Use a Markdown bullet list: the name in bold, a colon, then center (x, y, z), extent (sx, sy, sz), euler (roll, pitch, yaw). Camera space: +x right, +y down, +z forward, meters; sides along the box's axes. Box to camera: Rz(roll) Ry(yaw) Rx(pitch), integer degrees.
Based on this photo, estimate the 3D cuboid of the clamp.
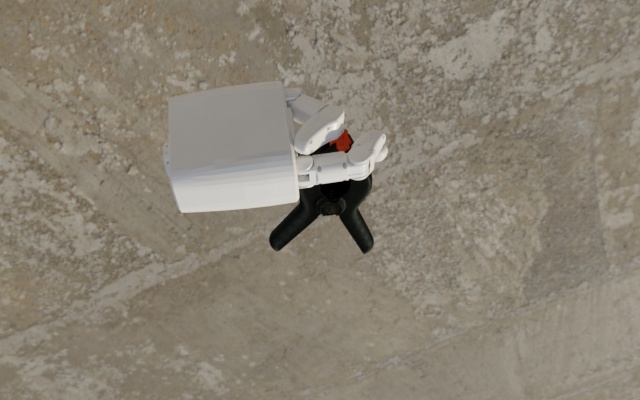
- **clamp**: center (0.000, 0.002, 0.504), extent (0.120, 0.172, 0.039), euler (-8, 44, -5)
